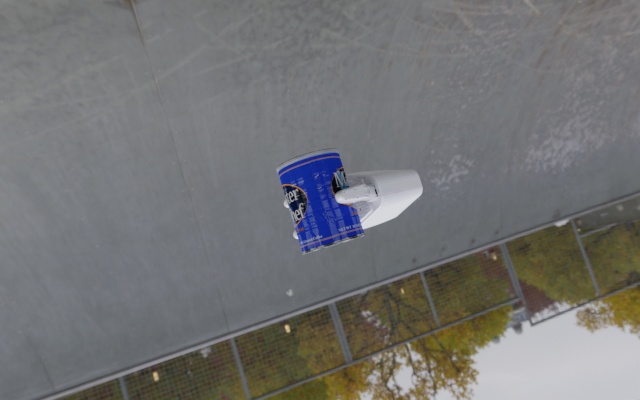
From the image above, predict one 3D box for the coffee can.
[{"bbox_3d":[0.000,0.002,0.744,0.103,0.140,0.103,-17,-6,-2],"label":"coffee can"}]
